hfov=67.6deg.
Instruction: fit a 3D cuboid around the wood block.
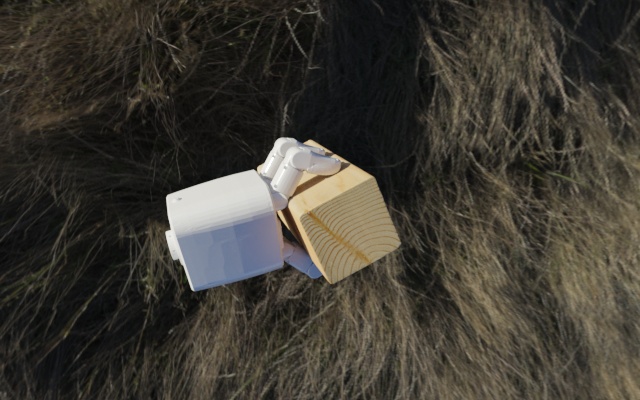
[{"bbox_3d":[0.000,0.002,0.578,0.090,0.091,0.206,-28,25,-9],"label":"wood block"}]
